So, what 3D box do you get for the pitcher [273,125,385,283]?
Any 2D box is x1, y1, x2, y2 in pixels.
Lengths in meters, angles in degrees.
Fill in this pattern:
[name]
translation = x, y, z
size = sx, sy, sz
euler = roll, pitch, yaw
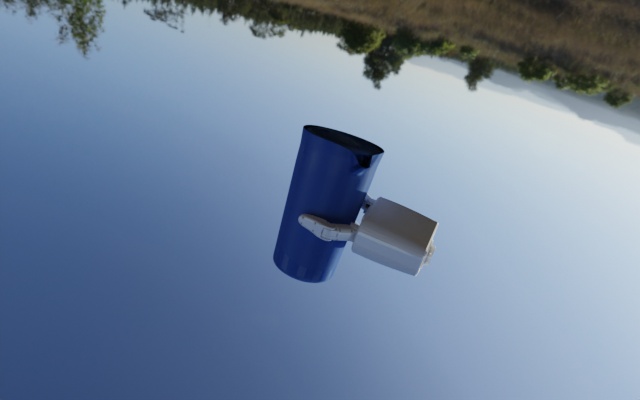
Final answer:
[pitcher]
translation = 0.000, 0.003, 0.788
size = 0.145, 0.243, 0.149
euler = 22, 18, 14
